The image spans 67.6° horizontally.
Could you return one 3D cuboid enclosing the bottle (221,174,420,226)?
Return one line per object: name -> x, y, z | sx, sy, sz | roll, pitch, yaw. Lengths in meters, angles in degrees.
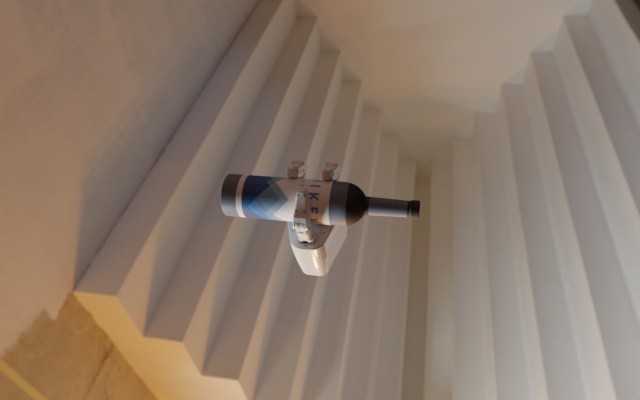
bottle -> 0.000, 0.002, 0.723 | 0.296, 0.069, 0.069 | 5, 1, 11
